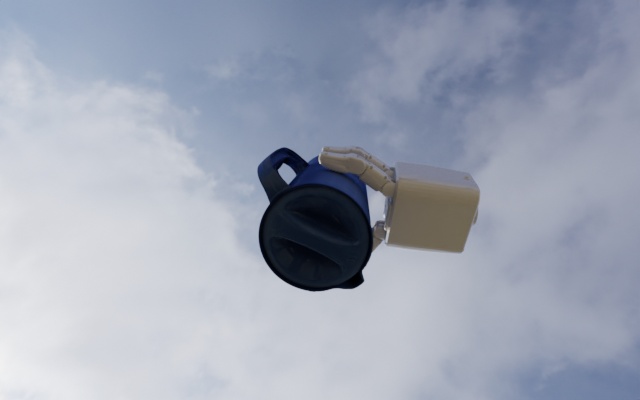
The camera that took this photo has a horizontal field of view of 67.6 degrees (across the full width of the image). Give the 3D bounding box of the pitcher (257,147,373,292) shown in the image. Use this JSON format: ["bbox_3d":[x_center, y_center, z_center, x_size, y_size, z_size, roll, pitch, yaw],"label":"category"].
[{"bbox_3d":[0.000,0.002,0.651,0.145,0.149,0.242,7,18,4],"label":"pitcher"}]
